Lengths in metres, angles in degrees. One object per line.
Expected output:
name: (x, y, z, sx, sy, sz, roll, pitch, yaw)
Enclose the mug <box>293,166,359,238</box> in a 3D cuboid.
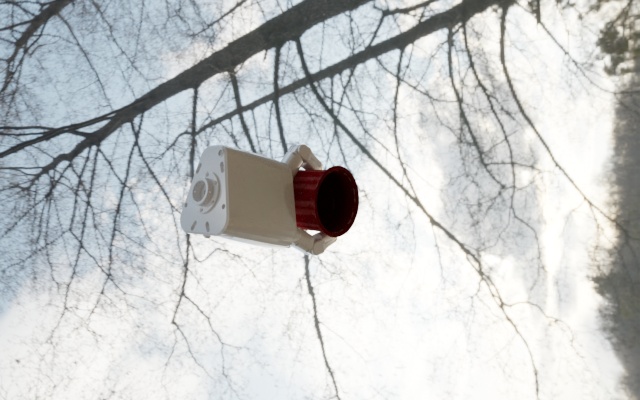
mug: (0.001, 0.002, 0.651, 0.081, 0.093, 0.117, 3, -9, 41)
